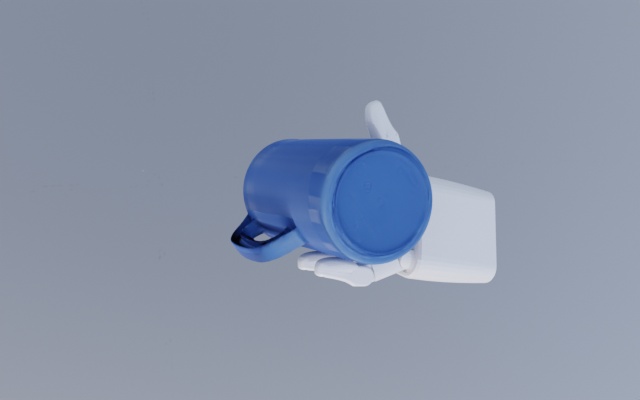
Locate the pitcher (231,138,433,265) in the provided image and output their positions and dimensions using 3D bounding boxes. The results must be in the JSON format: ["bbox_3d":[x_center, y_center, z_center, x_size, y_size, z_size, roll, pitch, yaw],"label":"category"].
[{"bbox_3d":[0.000,0.002,0.505,0.145,0.149,0.243,9,0,-22],"label":"pitcher"}]
